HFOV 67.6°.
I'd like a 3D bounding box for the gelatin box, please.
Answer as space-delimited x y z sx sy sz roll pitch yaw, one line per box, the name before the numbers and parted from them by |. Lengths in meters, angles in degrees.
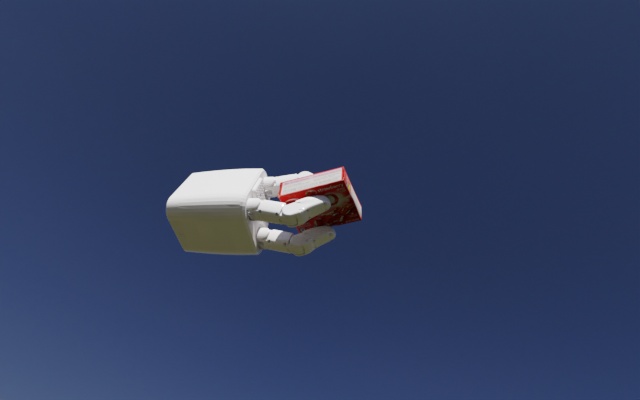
gelatin box | 0.000 0.002 0.610 0.089 0.073 0.030 -14 41 16
